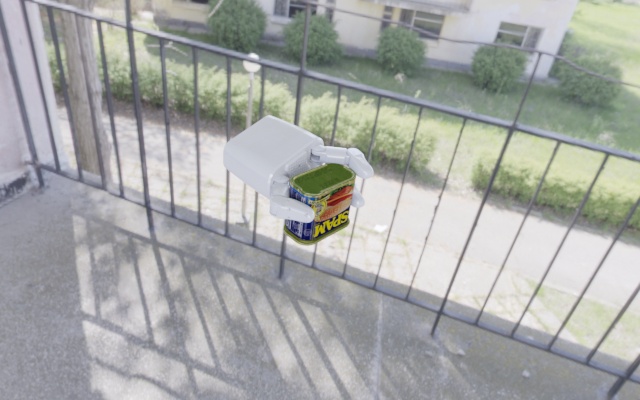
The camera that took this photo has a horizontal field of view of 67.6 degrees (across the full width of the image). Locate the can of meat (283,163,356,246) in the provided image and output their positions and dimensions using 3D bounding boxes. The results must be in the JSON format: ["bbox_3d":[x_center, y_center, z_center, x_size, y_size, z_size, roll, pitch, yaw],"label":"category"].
[{"bbox_3d":[0.000,0.002,0.664,0.102,0.084,0.057,-25,46,-39],"label":"can of meat"}]
